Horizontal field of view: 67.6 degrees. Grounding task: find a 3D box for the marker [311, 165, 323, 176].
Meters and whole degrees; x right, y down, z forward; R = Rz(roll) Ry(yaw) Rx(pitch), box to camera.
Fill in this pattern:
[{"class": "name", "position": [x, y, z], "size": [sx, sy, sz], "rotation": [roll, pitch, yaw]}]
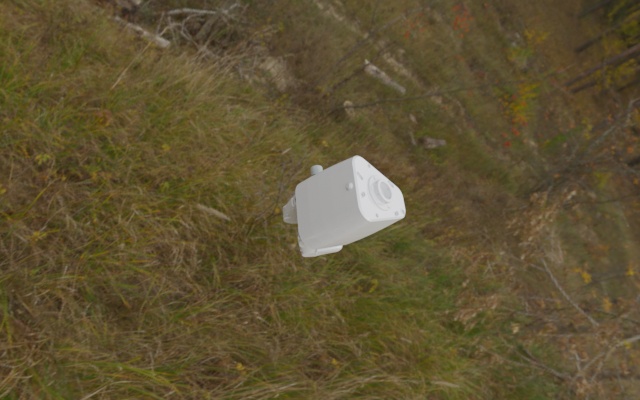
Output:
[{"class": "marker", "position": [0.000, 0.002, 0.735], "size": [0.020, 0.121, 0.020], "rotation": [-6, -24, -3]}]
